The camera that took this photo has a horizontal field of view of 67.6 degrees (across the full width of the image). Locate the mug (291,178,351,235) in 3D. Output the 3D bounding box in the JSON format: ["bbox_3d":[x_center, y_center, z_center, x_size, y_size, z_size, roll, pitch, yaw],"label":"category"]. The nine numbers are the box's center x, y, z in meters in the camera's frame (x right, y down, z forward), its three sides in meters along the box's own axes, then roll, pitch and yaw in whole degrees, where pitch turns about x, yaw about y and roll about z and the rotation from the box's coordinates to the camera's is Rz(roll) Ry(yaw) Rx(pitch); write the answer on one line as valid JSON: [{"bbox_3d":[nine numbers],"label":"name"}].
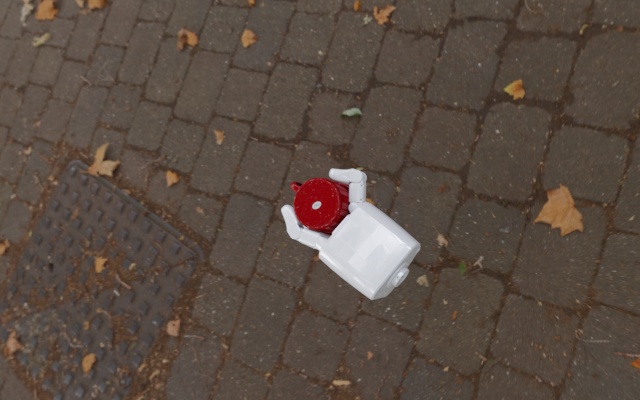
[{"bbox_3d":[-0.001,0.002,0.768,0.117,0.093,0.081,37,8,23],"label":"mug"}]
